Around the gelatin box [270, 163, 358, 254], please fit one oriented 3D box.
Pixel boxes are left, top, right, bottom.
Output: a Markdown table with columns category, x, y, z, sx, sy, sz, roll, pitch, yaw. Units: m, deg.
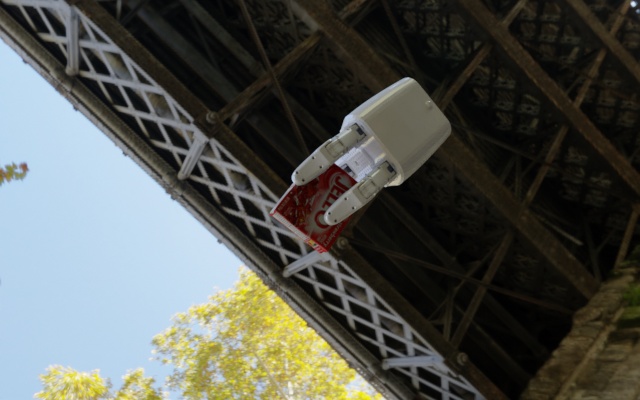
| category | x | y | z | sx | sy | sz | roll | pitch | yaw |
| --- | --- | --- | --- | --- | --- | --- | --- | --- | --- |
| gelatin box | 0.000 | 0.002 | 0.528 | 0.073 | 0.089 | 0.030 | 39 | -21 | -7 |
